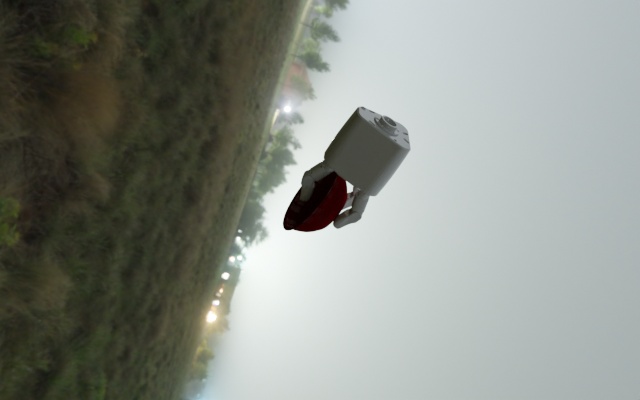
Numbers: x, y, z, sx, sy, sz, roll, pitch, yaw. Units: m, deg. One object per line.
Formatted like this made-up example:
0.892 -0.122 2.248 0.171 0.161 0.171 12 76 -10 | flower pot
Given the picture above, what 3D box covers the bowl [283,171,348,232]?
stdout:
0.000 0.004 0.890 0.055 0.162 0.162 38 -14 -19 | bowl
